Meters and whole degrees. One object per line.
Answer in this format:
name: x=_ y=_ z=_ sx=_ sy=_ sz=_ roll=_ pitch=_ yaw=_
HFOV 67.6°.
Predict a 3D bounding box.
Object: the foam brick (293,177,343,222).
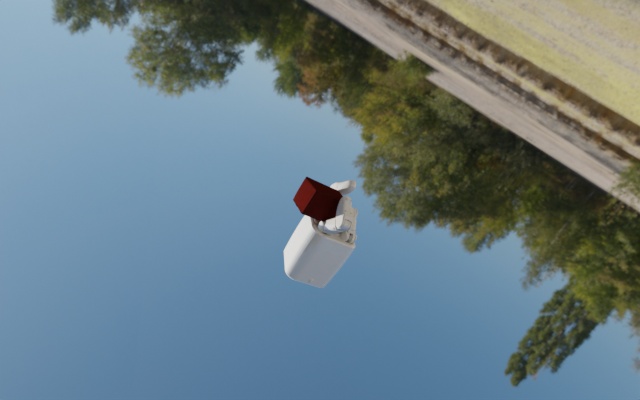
foam brick: x=0.000 y=0.003 z=0.848 sx=0.078 sy=0.051 sz=0.053 roll=23 pitch=19 yaw=-33
